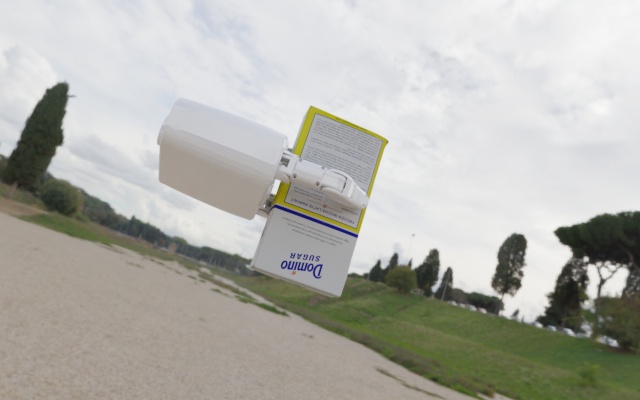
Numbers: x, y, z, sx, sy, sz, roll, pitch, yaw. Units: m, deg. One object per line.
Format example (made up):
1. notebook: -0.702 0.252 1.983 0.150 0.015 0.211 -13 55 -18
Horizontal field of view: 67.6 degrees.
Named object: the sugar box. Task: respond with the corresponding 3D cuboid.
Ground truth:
1. sugar box: 0.000 0.002 0.493 0.093 0.176 0.048 22 -12 -9
